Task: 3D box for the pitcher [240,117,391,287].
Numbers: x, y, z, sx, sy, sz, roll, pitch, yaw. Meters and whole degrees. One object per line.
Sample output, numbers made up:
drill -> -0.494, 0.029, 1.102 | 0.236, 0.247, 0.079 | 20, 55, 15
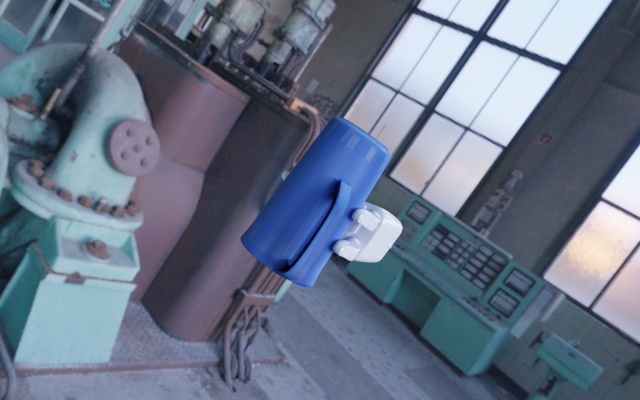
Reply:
pitcher -> 0.000, 0.002, 0.715 | 0.149, 0.243, 0.145 | 37, 6, 28
